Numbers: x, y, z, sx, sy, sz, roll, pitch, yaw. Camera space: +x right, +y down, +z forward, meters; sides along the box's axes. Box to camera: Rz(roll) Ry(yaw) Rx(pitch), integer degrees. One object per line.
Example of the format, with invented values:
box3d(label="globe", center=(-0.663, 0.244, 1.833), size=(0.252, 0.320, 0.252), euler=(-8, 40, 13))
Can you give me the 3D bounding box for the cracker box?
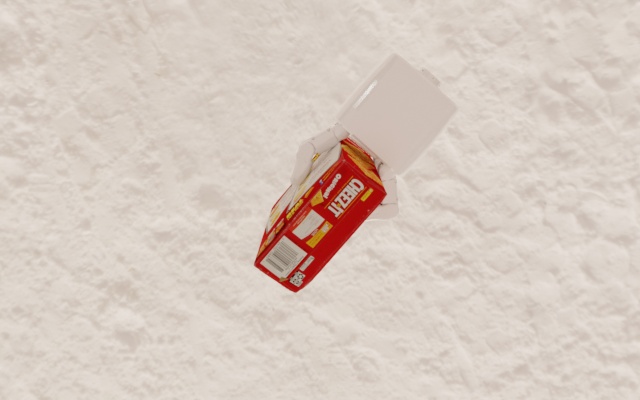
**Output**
box3d(label="cracker box", center=(0.000, 0.002, 0.628), size=(0.072, 0.164, 0.213), euler=(38, 14, -10))
